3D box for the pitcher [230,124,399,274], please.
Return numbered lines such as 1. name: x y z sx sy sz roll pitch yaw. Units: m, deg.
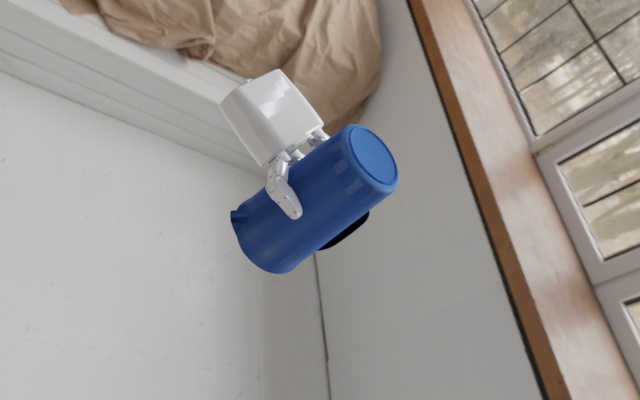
1. pitcher: 0.000 0.002 0.697 0.243 0.145 0.149 -36 1 36
